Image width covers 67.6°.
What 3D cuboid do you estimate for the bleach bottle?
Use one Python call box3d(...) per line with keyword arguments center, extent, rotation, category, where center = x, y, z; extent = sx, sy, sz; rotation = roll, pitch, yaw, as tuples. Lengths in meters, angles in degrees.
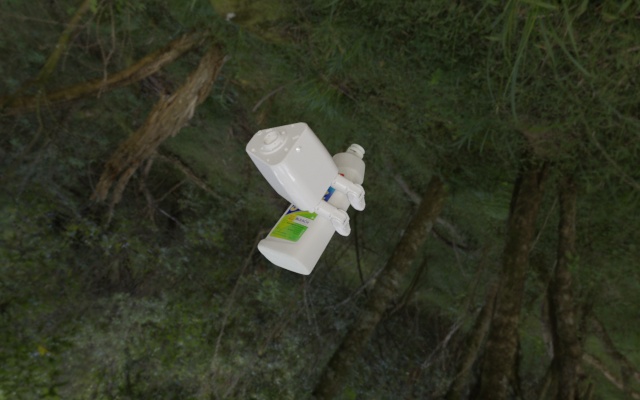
box3d(center=(0.000, 0.003, 0.831), extent=(0.102, 0.250, 0.068), rotation=(11, -30, 41), category="bleach bottle")
